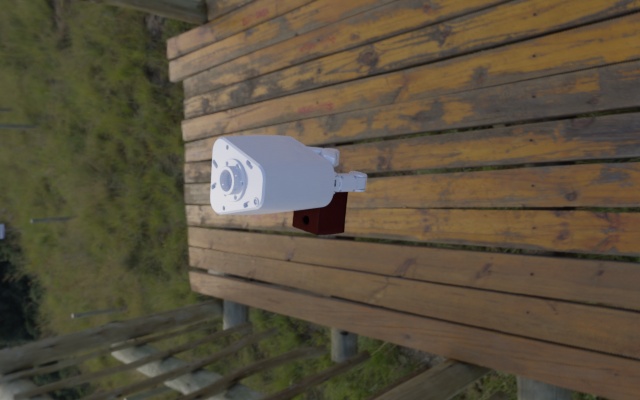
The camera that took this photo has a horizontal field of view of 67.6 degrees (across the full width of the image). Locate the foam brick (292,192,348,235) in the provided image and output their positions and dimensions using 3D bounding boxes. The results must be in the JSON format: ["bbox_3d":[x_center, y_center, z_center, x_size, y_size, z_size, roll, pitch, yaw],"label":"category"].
[{"bbox_3d":[0.000,0.002,0.632,0.051,0.078,0.053,-6,15,-45],"label":"foam brick"}]
